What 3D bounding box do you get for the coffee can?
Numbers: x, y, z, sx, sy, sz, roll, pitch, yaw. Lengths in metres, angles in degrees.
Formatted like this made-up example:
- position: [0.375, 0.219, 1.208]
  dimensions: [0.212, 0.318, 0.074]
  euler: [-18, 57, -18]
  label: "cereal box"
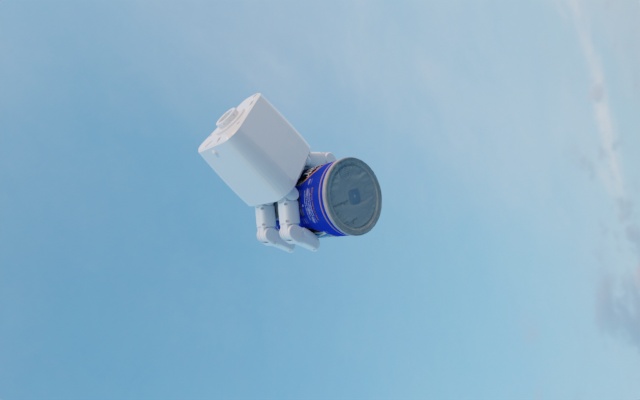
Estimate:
- position: [0.000, 0.002, 0.667]
  dimensions: [0.103, 0.103, 0.140]
  euler: [0, -7, -41]
  label: "coffee can"
